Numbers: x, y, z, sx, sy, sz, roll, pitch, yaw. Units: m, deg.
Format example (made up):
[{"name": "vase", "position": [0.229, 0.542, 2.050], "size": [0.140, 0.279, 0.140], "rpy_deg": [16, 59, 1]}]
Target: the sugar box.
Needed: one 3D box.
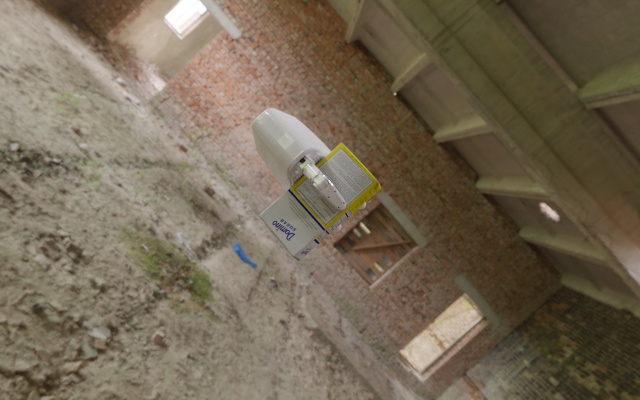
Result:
[{"name": "sugar box", "position": [0.000, 0.002, 0.757], "size": [0.176, 0.093, 0.048], "rpy_deg": [-42, -19, 1]}]
